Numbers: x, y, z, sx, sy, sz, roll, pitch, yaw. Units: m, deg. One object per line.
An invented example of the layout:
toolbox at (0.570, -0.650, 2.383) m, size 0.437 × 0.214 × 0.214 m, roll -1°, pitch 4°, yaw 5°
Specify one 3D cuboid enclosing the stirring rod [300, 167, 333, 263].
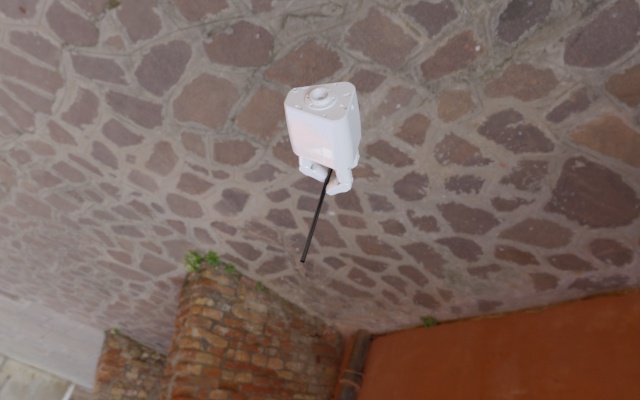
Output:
stirring rod at (0.000, 0.003, 0.831) m, size 0.011 × 0.239 × 0.011 m, roll 12°, pitch -35°, yaw 8°
